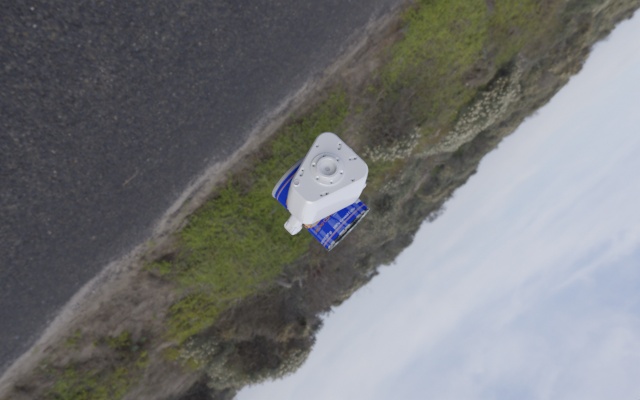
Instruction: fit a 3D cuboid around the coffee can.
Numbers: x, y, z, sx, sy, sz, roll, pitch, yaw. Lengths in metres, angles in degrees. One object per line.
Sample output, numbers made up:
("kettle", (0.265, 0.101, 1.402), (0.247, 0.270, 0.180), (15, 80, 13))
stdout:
("coffee can", (0.000, 0.003, 0.832), (0.140, 0.103, 0.103), (44, 8, 8))
